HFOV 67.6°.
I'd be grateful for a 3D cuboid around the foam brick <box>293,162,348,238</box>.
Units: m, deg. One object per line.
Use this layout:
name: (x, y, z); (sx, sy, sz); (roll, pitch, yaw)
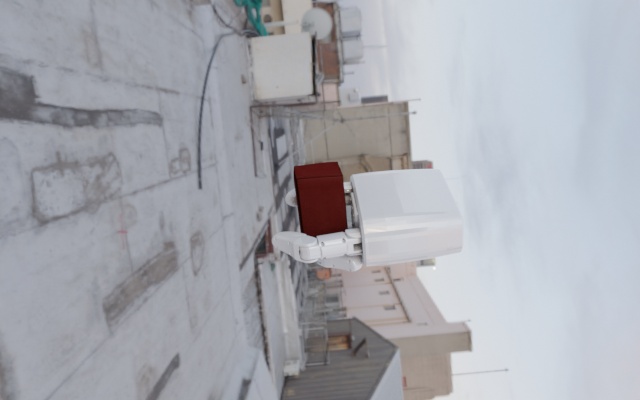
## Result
foam brick: (0.000, 0.001, 0.525); (0.051, 0.078, 0.053); (-7, 22, -1)
